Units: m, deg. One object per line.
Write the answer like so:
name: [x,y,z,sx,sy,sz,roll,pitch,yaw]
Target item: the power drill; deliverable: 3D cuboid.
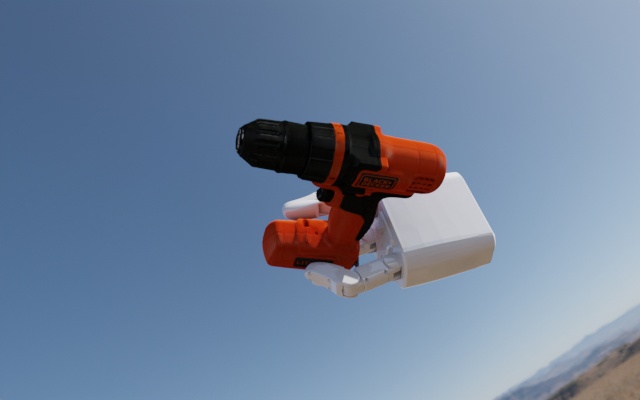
power drill: [0.000,0.002,0.455,0.184,0.057,0.188,8,-35,-16]
